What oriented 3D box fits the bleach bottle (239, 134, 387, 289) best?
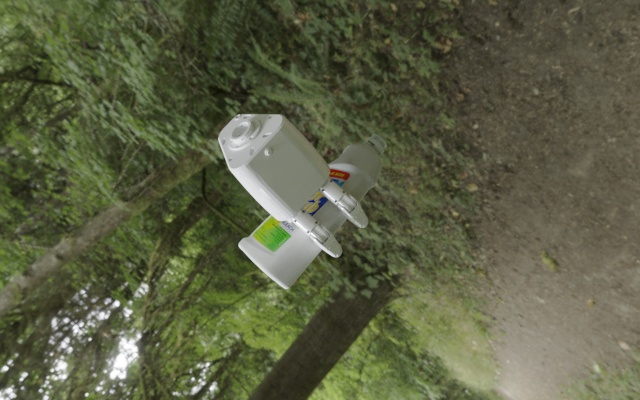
[{"bbox_3d":[0.000,0.002,0.688,0.102,0.251,0.068,32,-12,49],"label":"bleach bottle"}]
